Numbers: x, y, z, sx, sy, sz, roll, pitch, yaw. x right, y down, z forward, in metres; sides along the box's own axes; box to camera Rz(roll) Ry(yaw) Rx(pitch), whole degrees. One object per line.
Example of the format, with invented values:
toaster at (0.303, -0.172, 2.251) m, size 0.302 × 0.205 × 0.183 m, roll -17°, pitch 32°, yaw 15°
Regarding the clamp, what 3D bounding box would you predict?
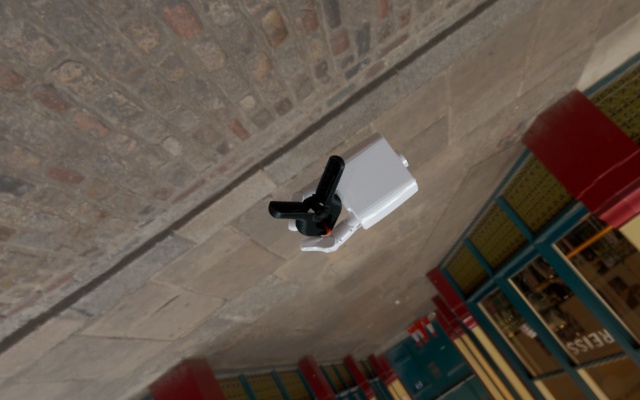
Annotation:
clamp at (0.000, 0.003, 0.690) m, size 0.120 × 0.039 × 0.171 m, roll -36°, pitch -23°, yaw 2°
